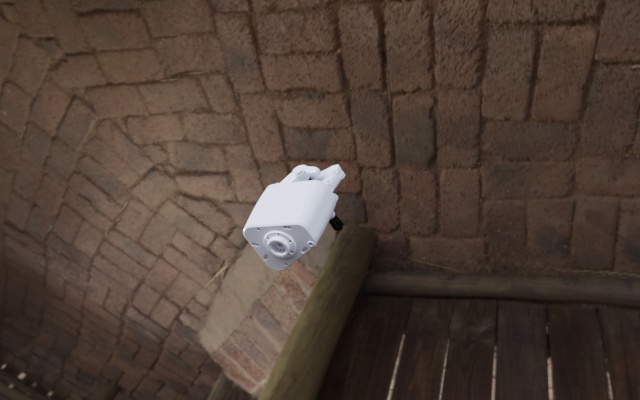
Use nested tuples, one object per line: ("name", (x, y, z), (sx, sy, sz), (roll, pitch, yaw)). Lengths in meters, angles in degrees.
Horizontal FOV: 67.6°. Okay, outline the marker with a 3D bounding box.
("marker", (0.000, 0.002, 0.767), (0.020, 0.121, 0.020), (-30, 22, 14))
